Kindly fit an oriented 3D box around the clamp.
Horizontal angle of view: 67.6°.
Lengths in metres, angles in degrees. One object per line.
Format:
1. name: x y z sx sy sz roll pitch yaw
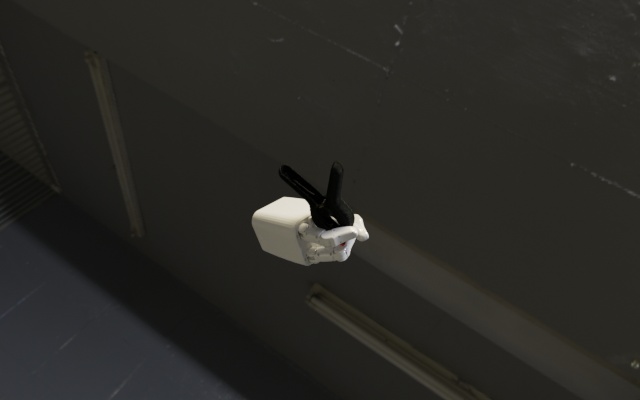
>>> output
1. clamp: 0.001 0.002 0.791 0.120 0.172 0.039 11 44 35
